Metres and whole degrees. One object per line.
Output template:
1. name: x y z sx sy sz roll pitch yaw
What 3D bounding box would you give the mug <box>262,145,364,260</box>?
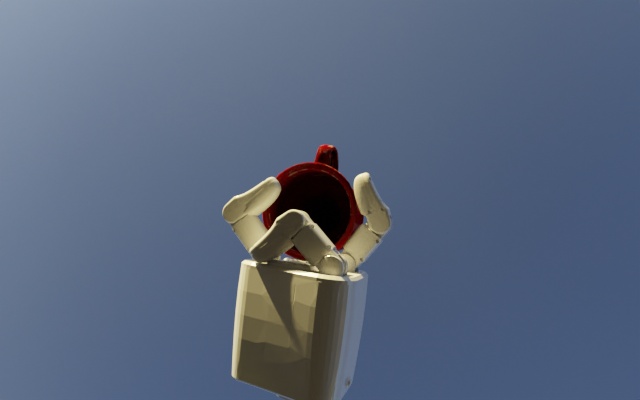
1. mug: 0.000 0.000 0.489 0.093 0.117 0.081 6 -4 15
